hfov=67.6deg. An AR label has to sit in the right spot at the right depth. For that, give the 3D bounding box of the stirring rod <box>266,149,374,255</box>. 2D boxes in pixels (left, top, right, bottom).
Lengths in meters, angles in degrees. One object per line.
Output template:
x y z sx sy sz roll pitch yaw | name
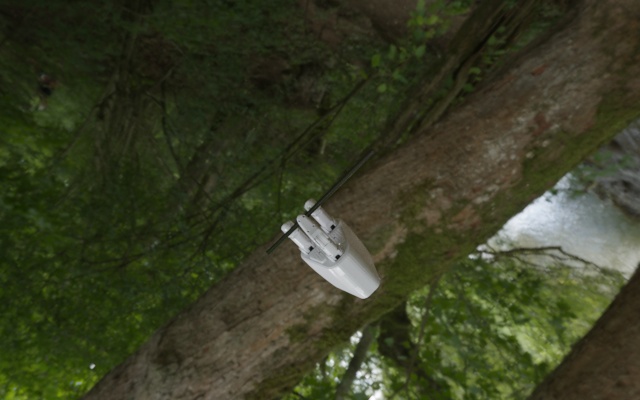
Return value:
0.000 0.003 0.781 0.239 0.011 0.011 -44 2 -2 | stirring rod
